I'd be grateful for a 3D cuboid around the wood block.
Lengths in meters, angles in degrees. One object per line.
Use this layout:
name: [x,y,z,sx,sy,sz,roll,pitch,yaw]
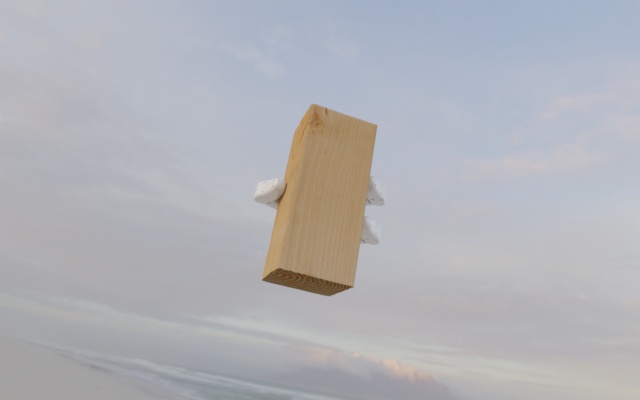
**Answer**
wood block: [0.000,0.002,0.585,0.091,0.206,0.090,16,-22,-14]
